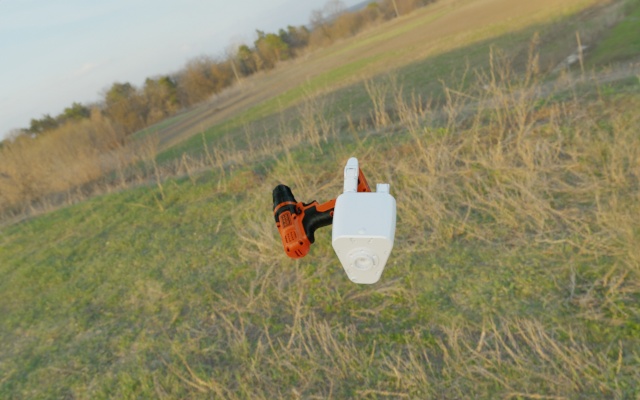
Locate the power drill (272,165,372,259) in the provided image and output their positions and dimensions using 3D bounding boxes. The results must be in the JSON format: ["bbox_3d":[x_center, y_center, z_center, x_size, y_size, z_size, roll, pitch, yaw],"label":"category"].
[{"bbox_3d":[0.001,0.003,0.887,0.187,0.184,0.057,-29,-46,8],"label":"power drill"}]
